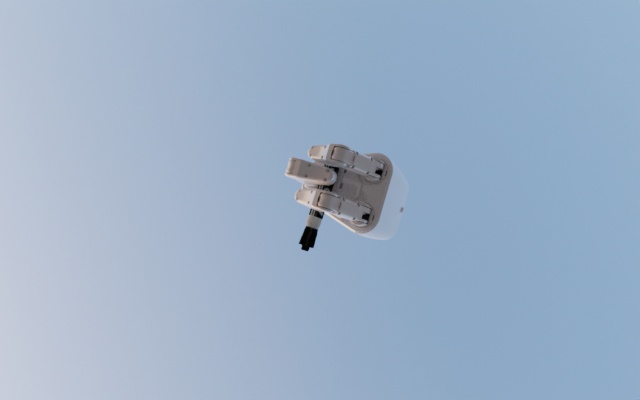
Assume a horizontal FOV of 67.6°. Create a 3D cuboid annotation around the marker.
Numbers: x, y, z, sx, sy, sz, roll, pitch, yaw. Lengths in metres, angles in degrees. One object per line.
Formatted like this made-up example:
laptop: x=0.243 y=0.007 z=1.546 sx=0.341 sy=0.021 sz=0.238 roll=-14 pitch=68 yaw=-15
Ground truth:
marker: x=0.000 y=0.002 z=0.567 sx=0.020 sy=0.121 sz=0.020 roll=18 pitch=-3 yaw=1
